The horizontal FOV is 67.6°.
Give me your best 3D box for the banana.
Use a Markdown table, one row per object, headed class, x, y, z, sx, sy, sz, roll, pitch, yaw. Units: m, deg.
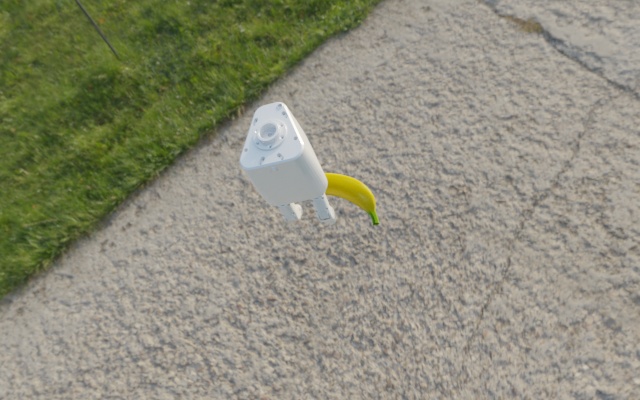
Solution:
| class | x | y | z | sx | sy | sz | roll | pitch | yaw |
| --- | --- | --- | --- | --- | --- | --- | --- | --- | --- |
| banana | 0.009 | -0.014 | 0.796 | 0.198 | 0.069 | 0.037 | 12 | -17 | 21 |
